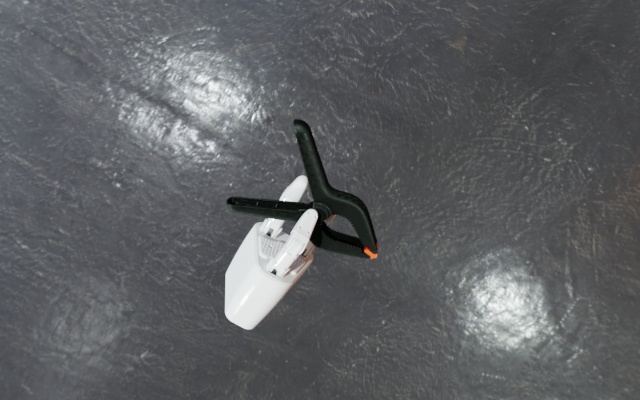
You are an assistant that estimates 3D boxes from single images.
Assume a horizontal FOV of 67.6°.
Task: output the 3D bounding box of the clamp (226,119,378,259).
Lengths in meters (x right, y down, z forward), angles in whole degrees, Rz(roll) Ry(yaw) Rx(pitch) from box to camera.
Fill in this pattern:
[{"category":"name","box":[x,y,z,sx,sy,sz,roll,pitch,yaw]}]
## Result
[{"category":"clamp","box":[0.000,0.003,0.628,0.210,0.165,0.036,32,30,-10]}]
